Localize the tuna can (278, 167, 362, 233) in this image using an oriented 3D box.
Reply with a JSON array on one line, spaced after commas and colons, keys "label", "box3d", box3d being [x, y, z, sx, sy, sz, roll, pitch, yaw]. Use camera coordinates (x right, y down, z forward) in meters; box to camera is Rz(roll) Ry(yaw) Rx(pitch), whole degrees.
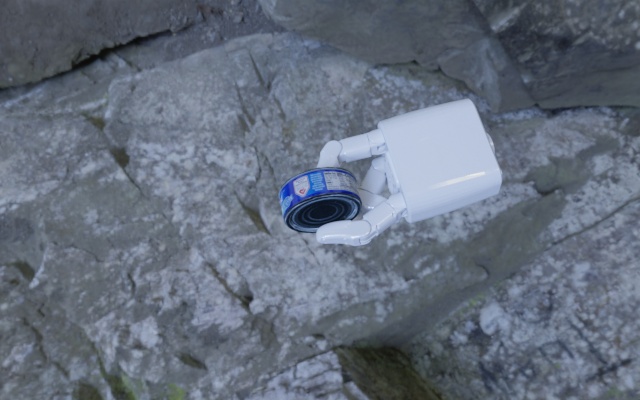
[{"label": "tuna can", "box3d": [0.000, 0.002, 0.508, 0.086, 0.033, 0.086, -10, -28, -5]}]
